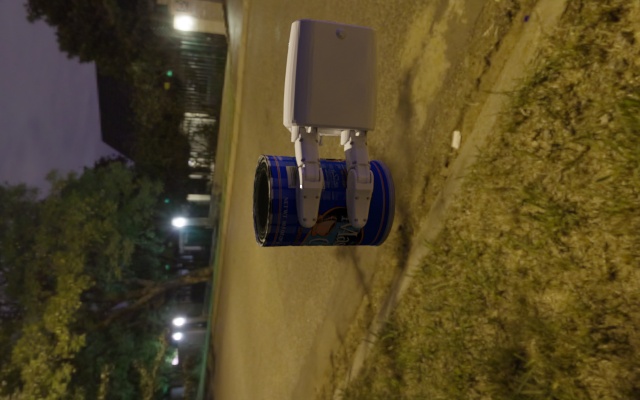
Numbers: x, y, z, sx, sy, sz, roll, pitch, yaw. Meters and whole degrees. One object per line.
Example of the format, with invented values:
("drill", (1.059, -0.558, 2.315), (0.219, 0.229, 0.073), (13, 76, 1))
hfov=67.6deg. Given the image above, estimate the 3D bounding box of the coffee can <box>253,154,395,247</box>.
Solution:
("coffee can", (0.000, 0.002, 0.547), (0.140, 0.103, 0.103), (1, 0, -18))
